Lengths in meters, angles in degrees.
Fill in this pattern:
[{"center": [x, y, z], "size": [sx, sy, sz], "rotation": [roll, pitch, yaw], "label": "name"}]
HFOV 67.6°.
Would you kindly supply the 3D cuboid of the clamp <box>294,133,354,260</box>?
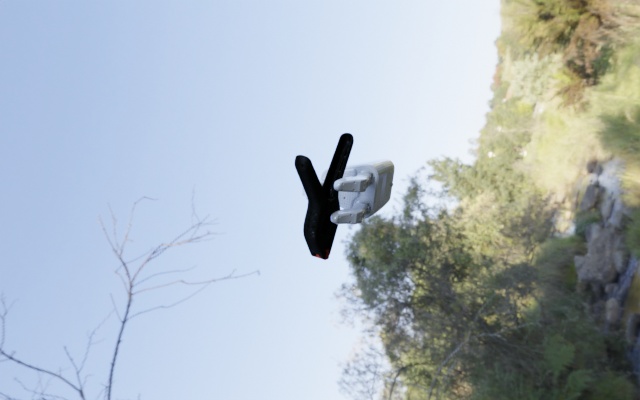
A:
[{"center": [-0.001, 0.003, 0.763], "size": [0.036, 0.210, 0.164], "rotation": [15, 19, 26], "label": "clamp"}]
